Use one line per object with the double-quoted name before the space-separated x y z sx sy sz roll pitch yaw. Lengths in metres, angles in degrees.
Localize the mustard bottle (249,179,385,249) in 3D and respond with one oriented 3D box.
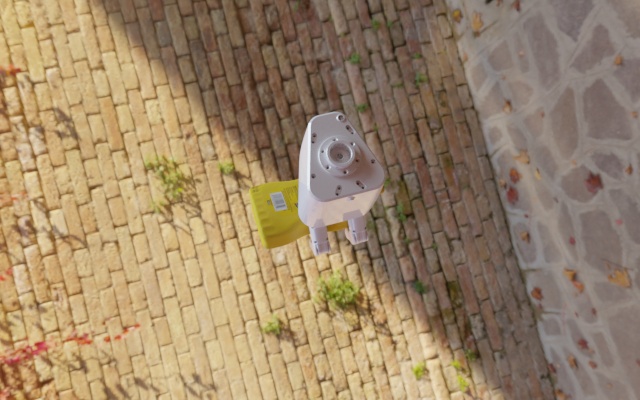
"mustard bottle" 0.000 0.002 0.685 0.191 0.096 0.058 -14 -39 -10
